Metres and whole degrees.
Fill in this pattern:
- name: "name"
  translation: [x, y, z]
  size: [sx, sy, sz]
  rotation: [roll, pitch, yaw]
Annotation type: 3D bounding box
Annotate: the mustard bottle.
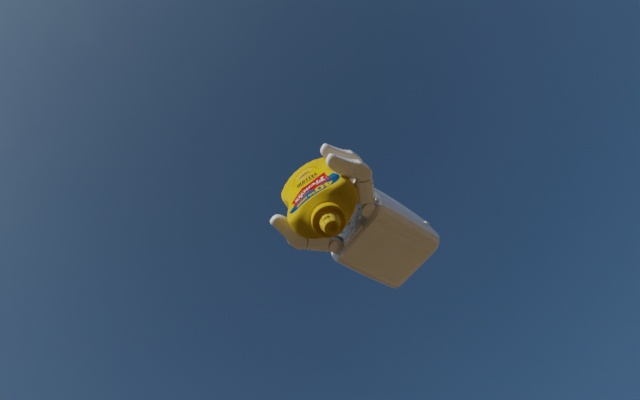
- name: "mustard bottle"
  translation: [0.000, 0.002, 0.623]
  size: [0.096, 0.058, 0.191]
  rotation: [-34, 20, 4]
